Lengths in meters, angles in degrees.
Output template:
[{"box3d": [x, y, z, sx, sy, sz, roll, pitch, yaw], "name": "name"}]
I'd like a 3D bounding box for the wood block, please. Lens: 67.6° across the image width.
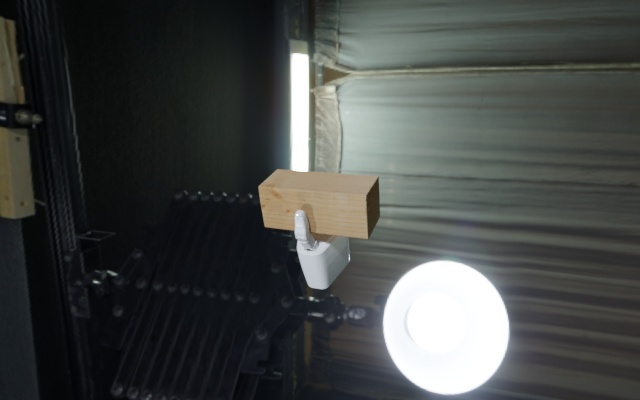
[{"box3d": [0.000, 0.003, 0.897, 0.206, 0.090, 0.090, 5, 28, 20], "name": "wood block"}]
